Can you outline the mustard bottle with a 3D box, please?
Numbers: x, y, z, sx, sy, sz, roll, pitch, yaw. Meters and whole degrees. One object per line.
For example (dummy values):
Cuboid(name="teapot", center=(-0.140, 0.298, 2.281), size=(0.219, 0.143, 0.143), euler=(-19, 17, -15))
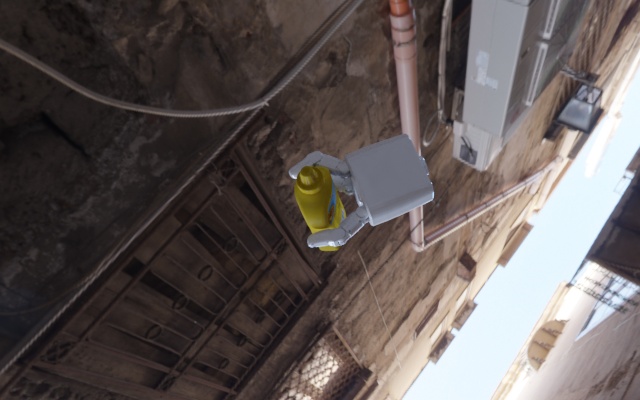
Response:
Cuboid(name="mustard bottle", center=(0.000, 0.003, 0.748), size=(0.058, 0.096, 0.192), euler=(-1, -27, 12))
